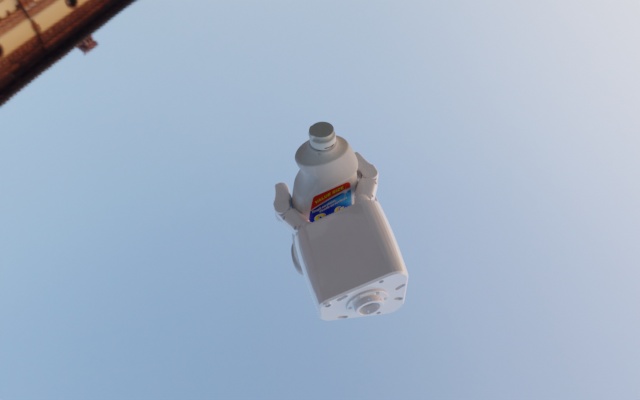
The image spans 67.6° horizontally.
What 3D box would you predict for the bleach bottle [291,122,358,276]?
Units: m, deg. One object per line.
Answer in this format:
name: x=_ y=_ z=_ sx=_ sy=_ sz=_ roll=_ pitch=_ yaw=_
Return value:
bleach bottle: x=0.000 y=0.002 z=0.638 sx=0.102 sy=0.068 sz=0.251 roll=-13 pitch=-40 yaw=-6
